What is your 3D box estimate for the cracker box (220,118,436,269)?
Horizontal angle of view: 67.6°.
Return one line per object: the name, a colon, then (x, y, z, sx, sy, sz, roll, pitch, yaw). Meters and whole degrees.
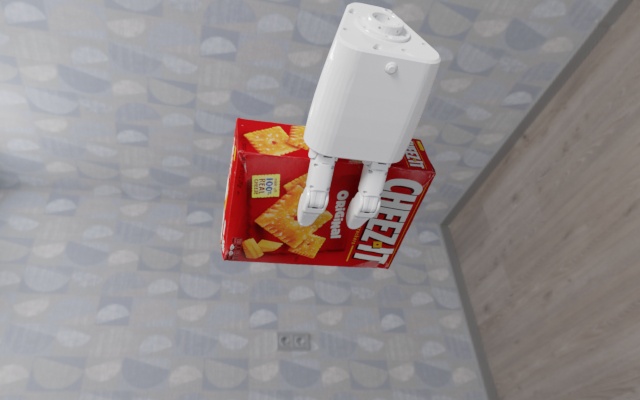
cracker box: (0.000, 0.002, 0.551, 0.214, 0.164, 0.072, 5, 41, -15)
